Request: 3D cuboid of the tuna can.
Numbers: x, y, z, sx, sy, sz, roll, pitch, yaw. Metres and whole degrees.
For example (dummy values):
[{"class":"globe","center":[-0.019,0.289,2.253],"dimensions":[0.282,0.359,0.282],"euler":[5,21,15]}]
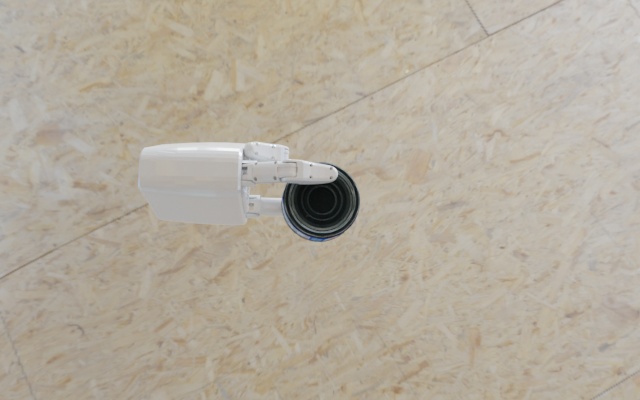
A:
[{"class":"tuna can","center":[0.000,0.002,0.528],"dimensions":[0.086,0.086,0.034],"euler":[0,-10,-7]}]
